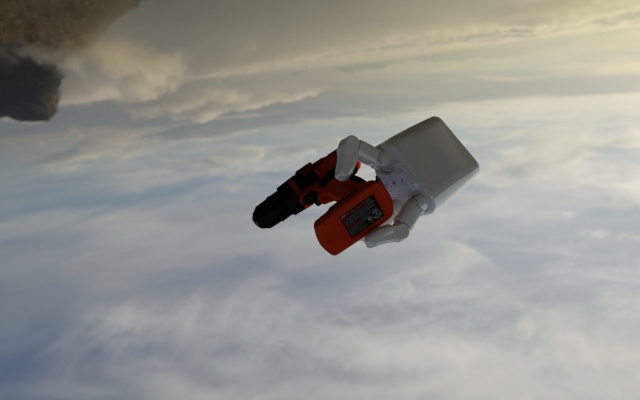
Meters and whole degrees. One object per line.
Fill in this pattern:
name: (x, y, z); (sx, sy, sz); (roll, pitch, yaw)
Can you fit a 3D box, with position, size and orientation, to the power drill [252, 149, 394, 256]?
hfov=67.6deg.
power drill: (0.001, 0.002, 0.650); (0.184, 0.057, 0.187); (-36, 28, -5)
